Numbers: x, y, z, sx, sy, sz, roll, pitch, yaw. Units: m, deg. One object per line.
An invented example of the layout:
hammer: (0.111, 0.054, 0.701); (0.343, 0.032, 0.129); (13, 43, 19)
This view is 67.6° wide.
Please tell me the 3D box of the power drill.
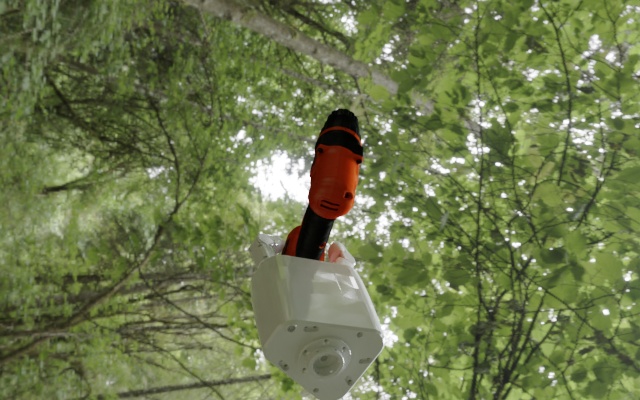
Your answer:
power drill: (0.000, 0.002, 0.560); (0.057, 0.188, 0.184); (16, 36, -2)
